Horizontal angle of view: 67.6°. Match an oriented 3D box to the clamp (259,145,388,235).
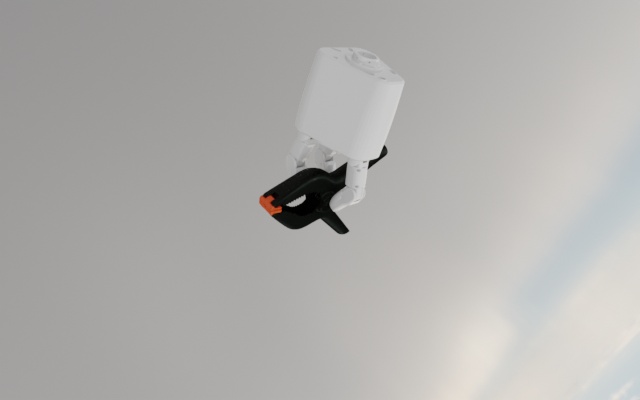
[{"bbox_3d":[0.000,0.003,0.678,0.210,0.165,0.036,-16,46,-41],"label":"clamp"}]
